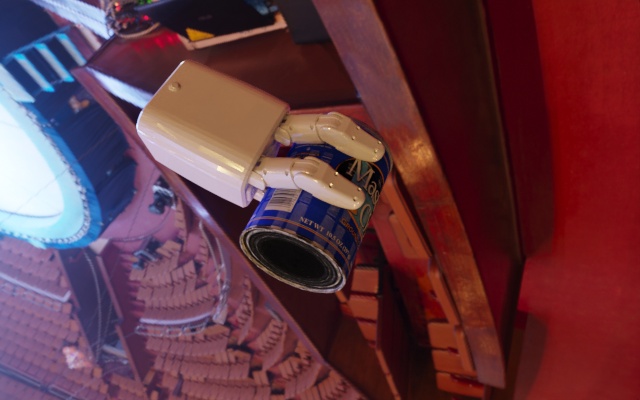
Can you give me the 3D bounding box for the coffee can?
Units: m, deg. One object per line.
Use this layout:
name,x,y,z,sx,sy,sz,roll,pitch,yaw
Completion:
coffee can,0.000,0.001,0.458,0.103,0.140,0.103,18,-32,12
